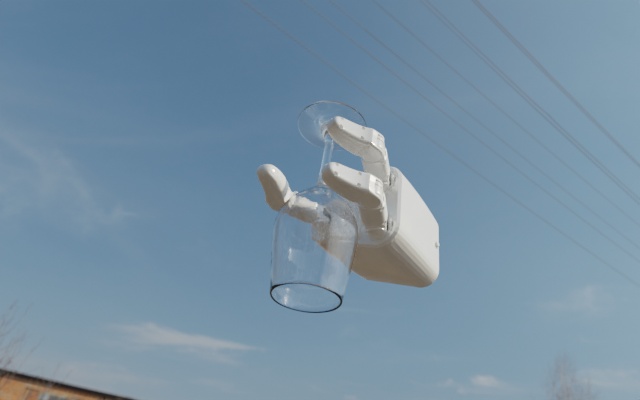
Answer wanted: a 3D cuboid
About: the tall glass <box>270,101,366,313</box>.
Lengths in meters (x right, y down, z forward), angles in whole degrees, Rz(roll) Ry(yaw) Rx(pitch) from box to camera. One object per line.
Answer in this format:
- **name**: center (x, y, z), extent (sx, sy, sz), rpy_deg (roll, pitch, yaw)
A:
- **tall glass**: center (0.000, 0.001, 0.456), extent (0.079, 0.201, 0.079), rpy_deg (6, -35, 4)
